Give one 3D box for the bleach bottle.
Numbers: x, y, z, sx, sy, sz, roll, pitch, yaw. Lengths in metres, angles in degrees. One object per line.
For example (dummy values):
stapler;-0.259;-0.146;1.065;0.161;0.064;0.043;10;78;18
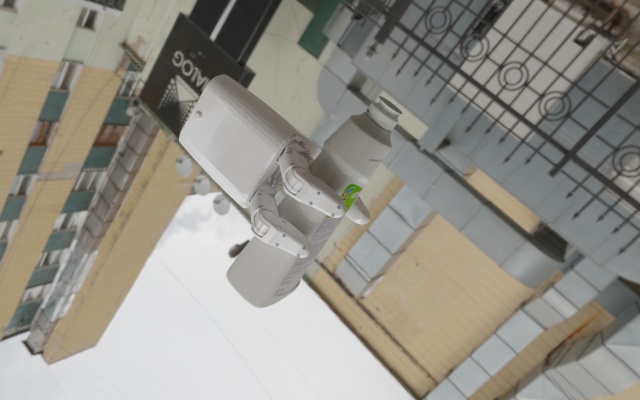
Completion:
bleach bottle;0.000;0.002;0.503;0.068;0.251;0.102;42;23;13
